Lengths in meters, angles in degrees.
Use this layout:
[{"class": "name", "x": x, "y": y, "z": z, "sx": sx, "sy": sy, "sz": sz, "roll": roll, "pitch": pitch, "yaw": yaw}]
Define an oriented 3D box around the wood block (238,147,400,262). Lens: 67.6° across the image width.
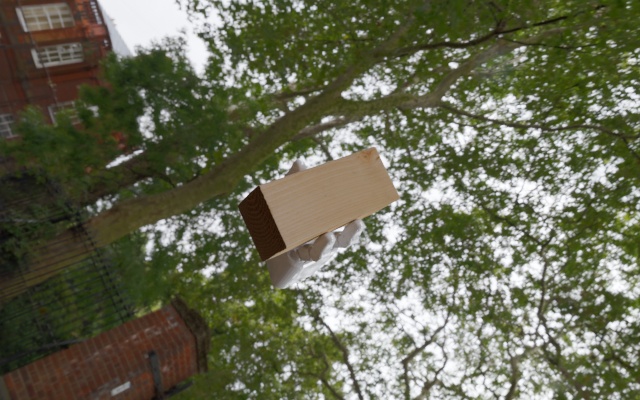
[{"class": "wood block", "x": 0.000, "y": 0.002, "z": 0.693, "sx": 0.206, "sy": 0.091, "sz": 0.090, "roll": -22, "pitch": -7, "yaw": -33}]
